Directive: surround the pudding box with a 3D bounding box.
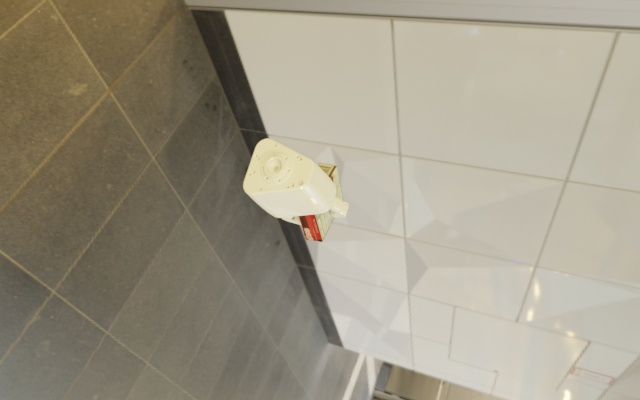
[{"bbox_3d":[0.000,0.003,0.843,0.039,0.090,0.113,10,47,24],"label":"pudding box"}]
